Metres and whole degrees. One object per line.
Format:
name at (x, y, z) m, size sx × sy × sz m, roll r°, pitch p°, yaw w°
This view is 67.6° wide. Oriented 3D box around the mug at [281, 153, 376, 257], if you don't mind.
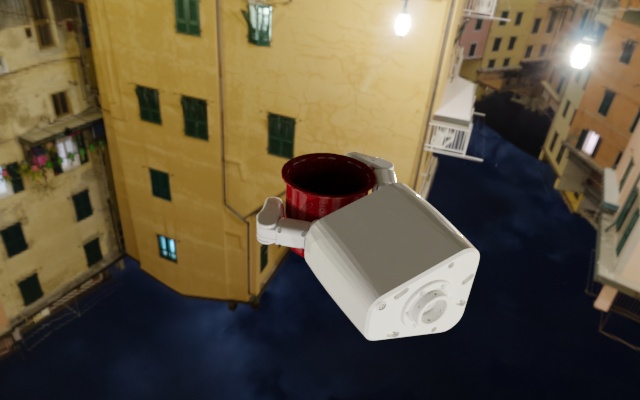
mug at (-0.001, 0.001, 0.497) m, size 0.093 × 0.081 × 0.117 m, roll -10°, pitch 34°, yaw -23°
